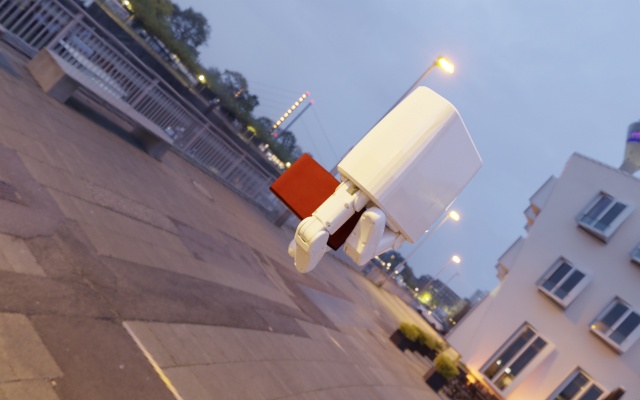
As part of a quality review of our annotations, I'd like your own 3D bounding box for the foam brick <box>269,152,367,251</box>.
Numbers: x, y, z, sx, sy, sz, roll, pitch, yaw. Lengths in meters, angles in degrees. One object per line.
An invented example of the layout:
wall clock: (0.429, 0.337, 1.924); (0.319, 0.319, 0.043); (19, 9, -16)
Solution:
foam brick: (0.000, 0.001, 0.466); (0.078, 0.051, 0.053); (43, 0, 27)
